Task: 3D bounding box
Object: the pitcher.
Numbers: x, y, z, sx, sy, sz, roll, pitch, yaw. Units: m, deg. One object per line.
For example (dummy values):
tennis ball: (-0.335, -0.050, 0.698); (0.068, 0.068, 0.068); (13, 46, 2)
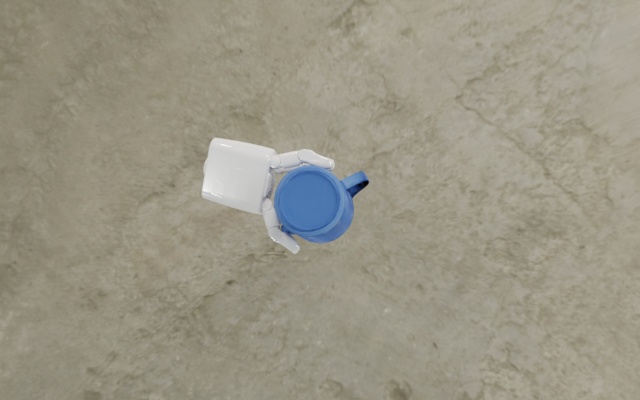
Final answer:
pitcher: (0.000, 0.003, 0.822); (0.145, 0.149, 0.243); (15, -3, 5)
